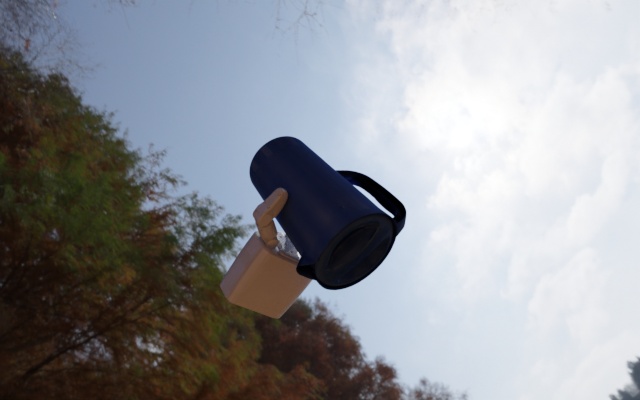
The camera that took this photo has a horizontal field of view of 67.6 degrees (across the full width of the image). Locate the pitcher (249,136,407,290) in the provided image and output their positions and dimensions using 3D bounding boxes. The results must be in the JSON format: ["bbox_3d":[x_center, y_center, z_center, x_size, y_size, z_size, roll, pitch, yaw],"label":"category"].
[{"bbox_3d":[0.000,0.002,0.715,0.149,0.145,0.242,21,21,-47],"label":"pitcher"}]
